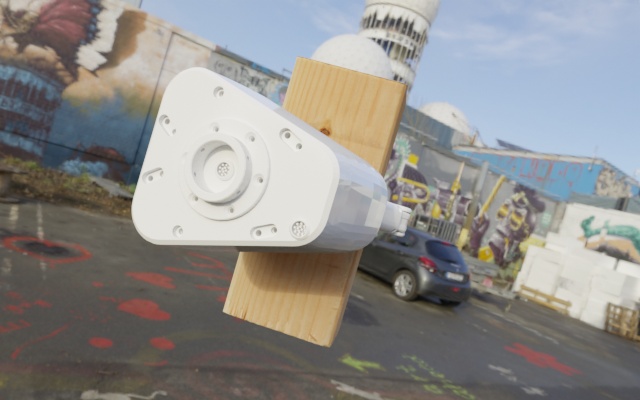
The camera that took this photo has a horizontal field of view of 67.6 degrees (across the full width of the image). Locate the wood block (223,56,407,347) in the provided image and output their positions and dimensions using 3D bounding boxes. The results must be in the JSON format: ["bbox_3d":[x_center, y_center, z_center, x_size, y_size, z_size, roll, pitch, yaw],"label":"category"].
[{"bbox_3d":[0.000,0.001,0.403,0.091,0.206,0.090,17,1,8],"label":"wood block"}]
